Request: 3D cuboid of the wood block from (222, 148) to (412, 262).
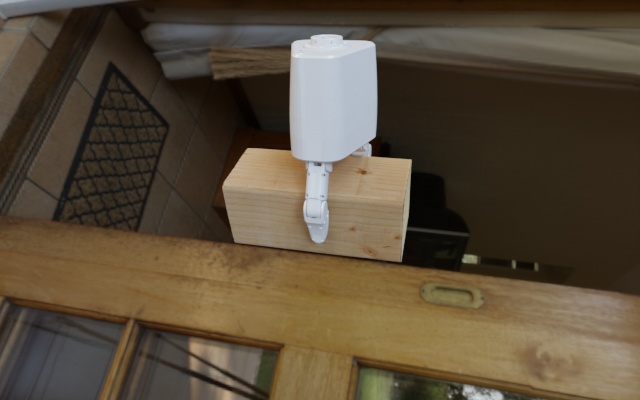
[{"bbox_3d":[0.000,0.002,0.577,0.206,0.090,0.090,5,38,13],"label":"wood block"}]
